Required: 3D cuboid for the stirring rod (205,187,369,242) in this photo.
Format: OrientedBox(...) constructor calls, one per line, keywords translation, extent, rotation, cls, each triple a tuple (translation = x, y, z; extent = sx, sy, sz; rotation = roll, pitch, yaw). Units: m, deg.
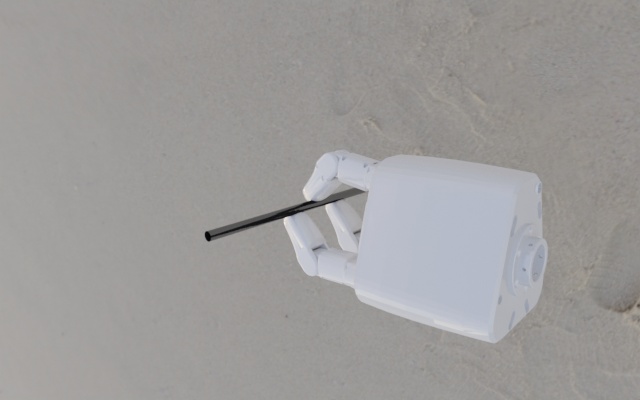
OrientedBox(translation=(0.000, 0.001, 0.430), extent=(0.011, 0.011, 0.239), rotation=(0, 12, 44), cls="stirring rod")
